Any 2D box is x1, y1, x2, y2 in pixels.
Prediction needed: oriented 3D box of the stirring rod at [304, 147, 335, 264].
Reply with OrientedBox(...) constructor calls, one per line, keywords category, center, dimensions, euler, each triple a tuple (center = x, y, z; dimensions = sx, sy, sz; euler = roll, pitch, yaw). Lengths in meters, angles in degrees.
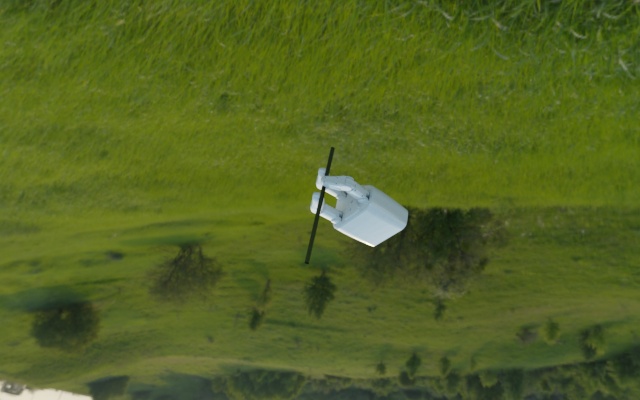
OrientedBox(category="stirring rod", center=(0.000, 0.003, 0.873), dimensions=(0.011, 0.239, 0.011), euler=(10, -27, 5))
